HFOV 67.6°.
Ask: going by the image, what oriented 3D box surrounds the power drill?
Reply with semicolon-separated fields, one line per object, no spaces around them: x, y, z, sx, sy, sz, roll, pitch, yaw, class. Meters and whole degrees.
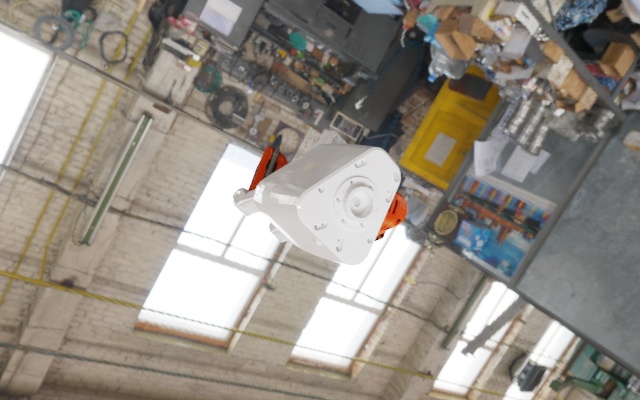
0.000;0.002;0.624;0.187;0.057;0.184;19;-19;-9;power drill
